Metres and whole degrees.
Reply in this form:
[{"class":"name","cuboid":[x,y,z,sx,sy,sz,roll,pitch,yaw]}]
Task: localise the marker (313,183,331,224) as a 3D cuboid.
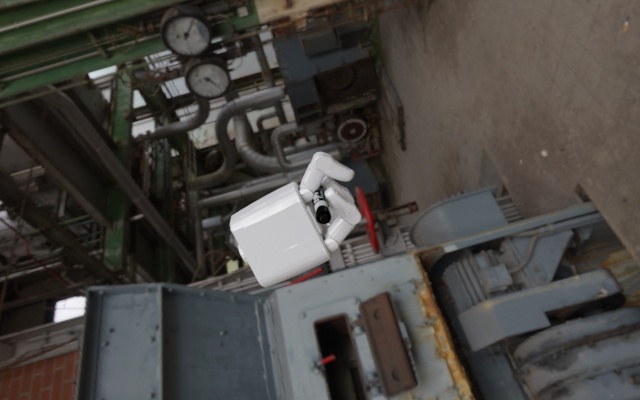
[{"class":"marker","cuboid":[0.000,0.002,0.621,0.020,0.020,0.121,0,20,-4]}]
